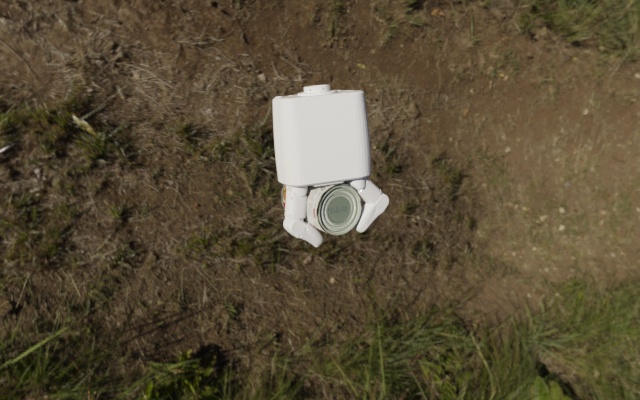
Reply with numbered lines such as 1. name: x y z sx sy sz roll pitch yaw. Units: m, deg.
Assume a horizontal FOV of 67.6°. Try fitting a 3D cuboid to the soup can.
1. soup can: 0.000 0.003 0.638 0.068 0.068 0.102 0 12 -31
